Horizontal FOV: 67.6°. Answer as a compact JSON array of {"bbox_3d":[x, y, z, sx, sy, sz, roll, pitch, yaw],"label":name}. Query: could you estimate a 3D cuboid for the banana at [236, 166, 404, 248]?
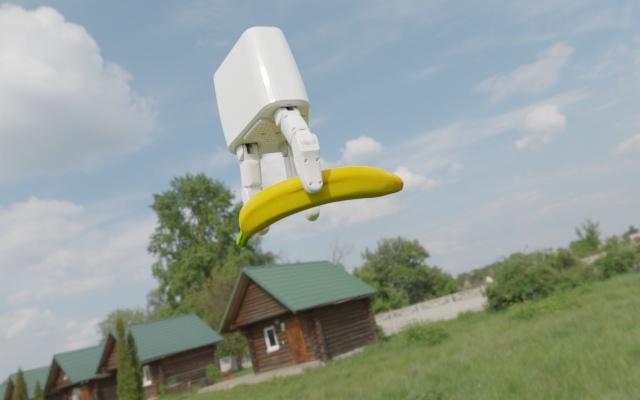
[{"bbox_3d":[-0.005,-0.005,0.510,0.198,0.037,0.070,-18,-24,-2],"label":"banana"}]
